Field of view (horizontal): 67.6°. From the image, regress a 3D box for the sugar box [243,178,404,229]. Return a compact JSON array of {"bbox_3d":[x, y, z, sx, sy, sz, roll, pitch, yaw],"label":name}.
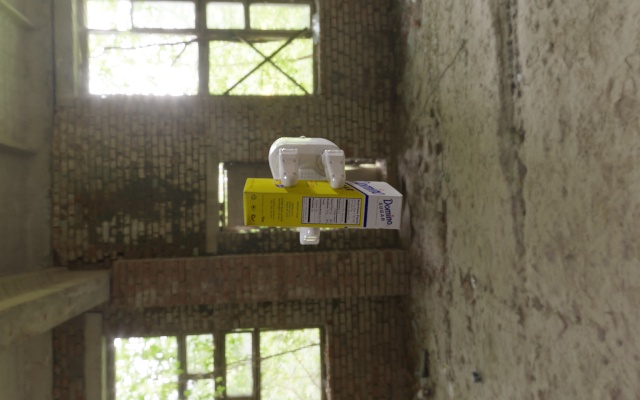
[{"bbox_3d":[0.000,0.001,0.561,0.176,0.048,0.093,-1,13,-6],"label":"sugar box"}]
